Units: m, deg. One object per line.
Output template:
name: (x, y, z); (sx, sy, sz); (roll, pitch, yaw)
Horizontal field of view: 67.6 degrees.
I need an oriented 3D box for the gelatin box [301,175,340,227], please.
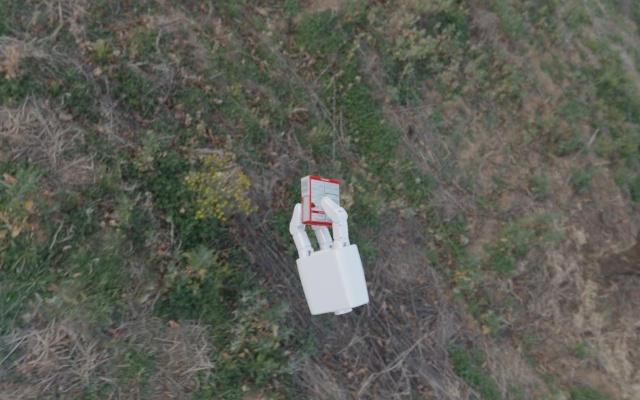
gelatin box: (0.000, 0.002, 0.890); (0.073, 0.089, 0.030); (8, -15, -39)
